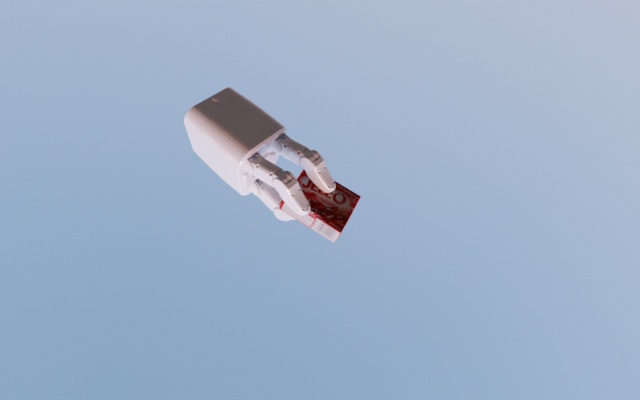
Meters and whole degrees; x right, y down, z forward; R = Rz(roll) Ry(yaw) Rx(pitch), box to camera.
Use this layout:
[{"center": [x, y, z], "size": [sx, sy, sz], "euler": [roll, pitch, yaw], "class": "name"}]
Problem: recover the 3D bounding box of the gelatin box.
[{"center": [0.000, 0.003, 0.641], "size": [0.089, 0.073, 0.030], "euler": [32, -39, 0], "class": "gelatin box"}]
